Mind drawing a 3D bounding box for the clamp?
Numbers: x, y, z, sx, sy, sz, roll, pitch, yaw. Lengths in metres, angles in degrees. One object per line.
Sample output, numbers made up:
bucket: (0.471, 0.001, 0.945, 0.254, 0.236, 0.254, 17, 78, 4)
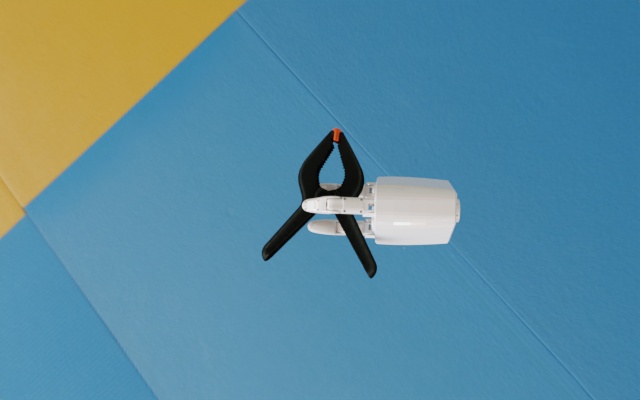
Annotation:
clamp: (0.000, 0.002, 0.680, 0.164, 0.210, 0.036, 1, -5, 7)
